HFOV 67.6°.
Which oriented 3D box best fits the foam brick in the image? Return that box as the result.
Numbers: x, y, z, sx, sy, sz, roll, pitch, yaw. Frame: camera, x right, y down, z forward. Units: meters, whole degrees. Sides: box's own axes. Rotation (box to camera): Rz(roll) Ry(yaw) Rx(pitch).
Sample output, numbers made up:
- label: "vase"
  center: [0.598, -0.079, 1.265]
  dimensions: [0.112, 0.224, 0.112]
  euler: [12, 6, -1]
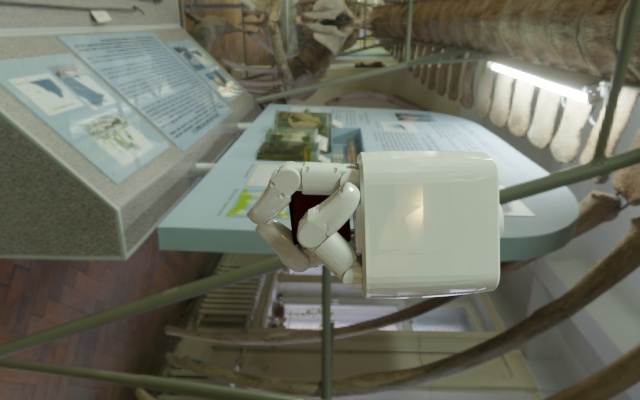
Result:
- label: "foam brick"
  center: [0.000, 0.001, 0.441]
  dimensions: [0.051, 0.053, 0.078]
  euler: [-4, 20, 2]
